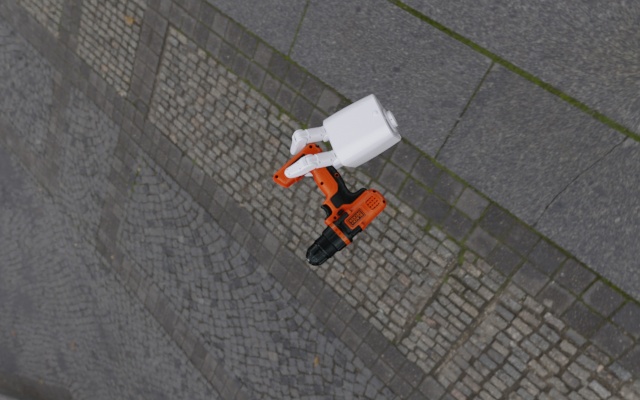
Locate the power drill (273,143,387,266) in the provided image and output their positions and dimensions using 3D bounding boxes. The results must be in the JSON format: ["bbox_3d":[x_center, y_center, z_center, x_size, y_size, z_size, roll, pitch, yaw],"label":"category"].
[{"bbox_3d":[0.000,0.002,0.887,0.184,0.187,0.057,-42,-4,-5],"label":"power drill"}]
